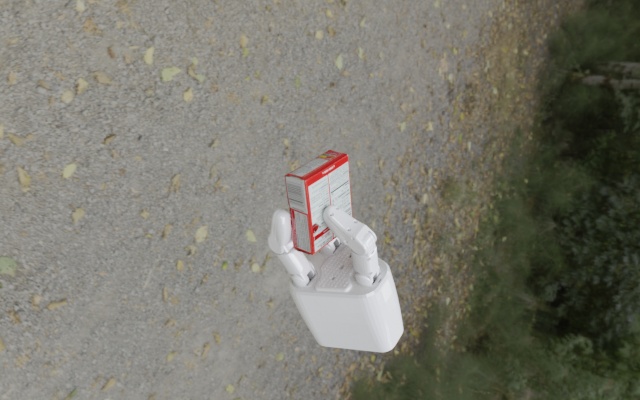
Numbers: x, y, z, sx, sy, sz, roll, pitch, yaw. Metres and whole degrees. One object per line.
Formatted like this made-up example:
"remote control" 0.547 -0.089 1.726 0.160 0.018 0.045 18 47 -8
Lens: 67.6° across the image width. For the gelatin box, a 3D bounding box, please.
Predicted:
"gelatin box" 0.000 0.001 0.500 0.030 0.089 0.073 16 35 35
